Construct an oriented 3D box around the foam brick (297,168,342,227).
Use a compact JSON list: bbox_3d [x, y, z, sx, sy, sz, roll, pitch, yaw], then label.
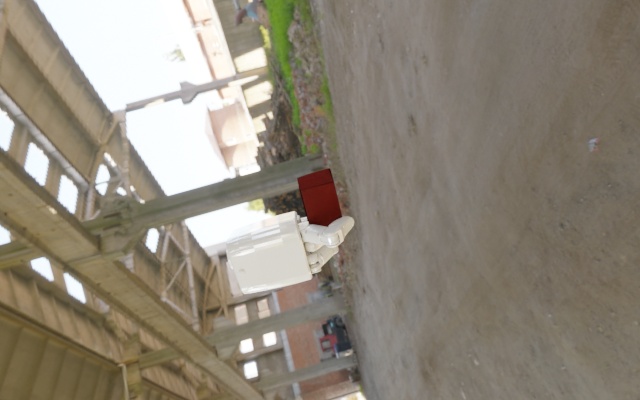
[{"bbox_3d":[0.000,0.002,0.698,0.051,0.078,0.053,-14,24,1],"label":"foam brick"}]
